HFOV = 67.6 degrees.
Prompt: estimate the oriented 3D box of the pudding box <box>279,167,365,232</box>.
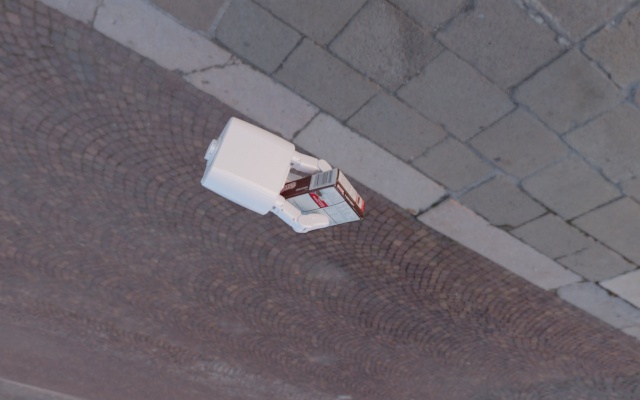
[{"bbox_3d":[0.000,0.003,0.751,0.113,0.039,0.090,-13,-44,31],"label":"pudding box"}]
